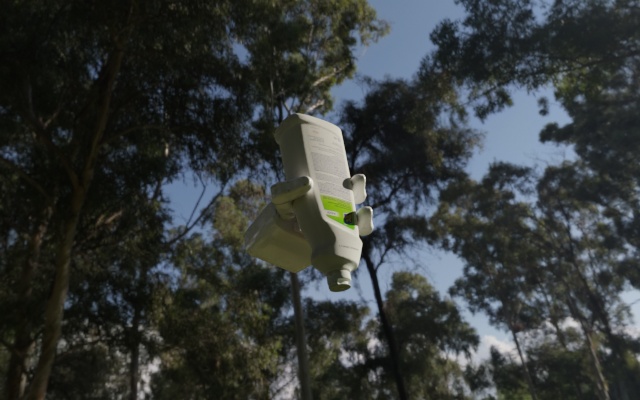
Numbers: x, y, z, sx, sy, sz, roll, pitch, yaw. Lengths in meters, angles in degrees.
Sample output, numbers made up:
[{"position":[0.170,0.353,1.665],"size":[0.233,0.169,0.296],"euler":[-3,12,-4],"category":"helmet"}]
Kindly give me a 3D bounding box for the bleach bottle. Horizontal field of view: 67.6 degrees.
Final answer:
[{"position":[0.000,0.002,0.662],"size":[0.102,0.250,0.068],"euler":[12,-35,-32],"category":"bleach bottle"}]
